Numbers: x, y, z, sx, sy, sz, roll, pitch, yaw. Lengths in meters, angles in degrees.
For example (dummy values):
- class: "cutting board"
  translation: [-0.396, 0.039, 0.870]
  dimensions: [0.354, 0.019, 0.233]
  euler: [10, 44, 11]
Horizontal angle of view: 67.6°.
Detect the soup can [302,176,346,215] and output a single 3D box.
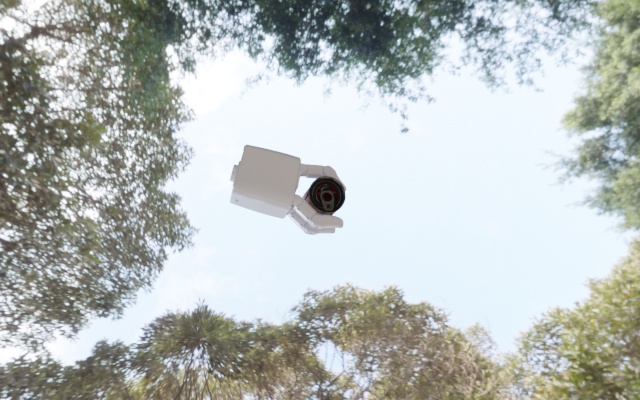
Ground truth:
- class: "soup can"
  translation: [0.001, 0.003, 0.884]
  dimensions: [0.068, 0.068, 0.102]
  euler: [0, -16, -14]
